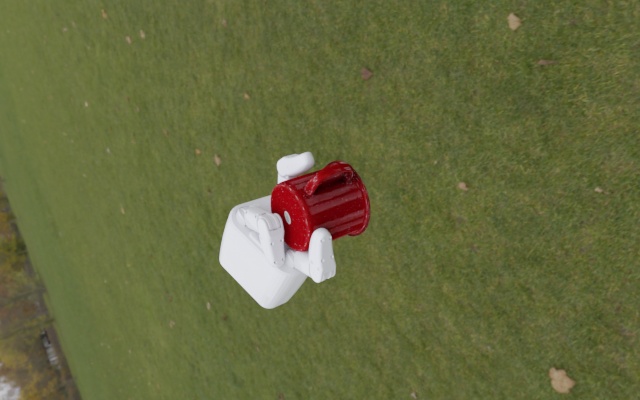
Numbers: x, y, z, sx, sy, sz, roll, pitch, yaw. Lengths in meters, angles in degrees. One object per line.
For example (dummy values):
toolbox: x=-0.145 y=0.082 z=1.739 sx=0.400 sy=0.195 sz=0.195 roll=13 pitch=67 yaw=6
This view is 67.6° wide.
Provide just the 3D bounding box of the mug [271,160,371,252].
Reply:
mug: x=0.000 y=0.001 z=0.535 sx=0.081 sy=0.093 sz=0.117 roll=-19 pitch=-27 yaw=-32
